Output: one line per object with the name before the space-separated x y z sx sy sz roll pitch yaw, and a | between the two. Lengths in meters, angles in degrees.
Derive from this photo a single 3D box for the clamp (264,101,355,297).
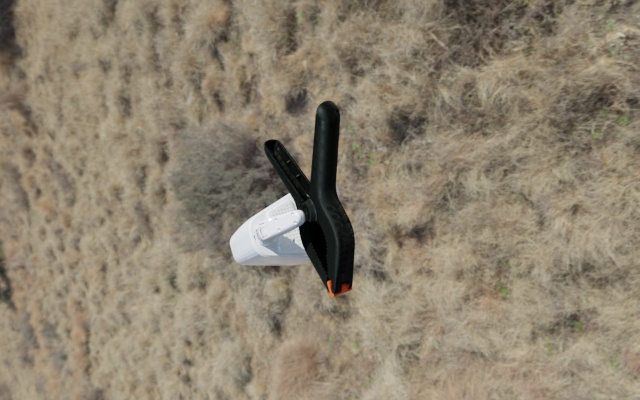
clamp | -0.001 0.003 0.534 0.036 0.210 0.164 -15 -8 -28
